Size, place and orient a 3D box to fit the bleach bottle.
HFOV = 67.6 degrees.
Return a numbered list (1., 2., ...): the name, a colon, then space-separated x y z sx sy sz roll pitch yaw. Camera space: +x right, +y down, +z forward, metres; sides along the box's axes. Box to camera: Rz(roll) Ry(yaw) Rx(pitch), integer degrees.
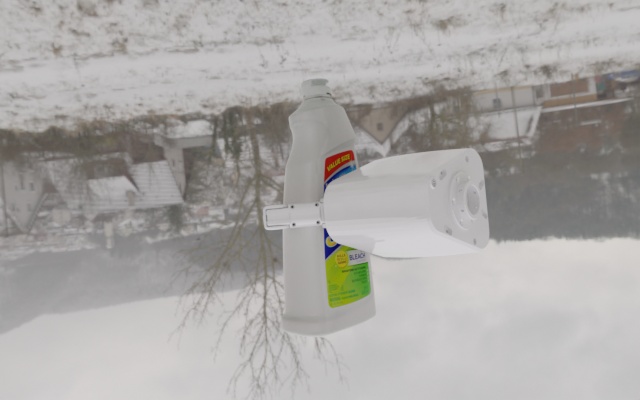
1. bleach bottle: 0.000 0.002 0.490 0.068 0.251 0.102 -7 -2 44
